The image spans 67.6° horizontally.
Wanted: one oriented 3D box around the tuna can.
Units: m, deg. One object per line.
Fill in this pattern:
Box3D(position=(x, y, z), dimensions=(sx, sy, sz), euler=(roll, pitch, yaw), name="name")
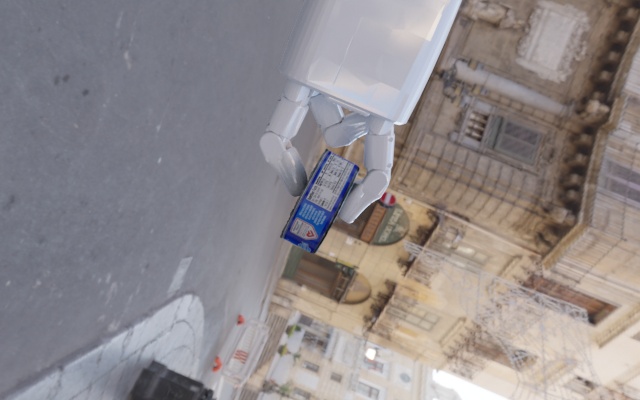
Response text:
Box3D(position=(0.001, 0.002, 0.407), dimensions=(0.034, 0.086, 0.086), euler=(28, 0, 0), name="tuna can")
